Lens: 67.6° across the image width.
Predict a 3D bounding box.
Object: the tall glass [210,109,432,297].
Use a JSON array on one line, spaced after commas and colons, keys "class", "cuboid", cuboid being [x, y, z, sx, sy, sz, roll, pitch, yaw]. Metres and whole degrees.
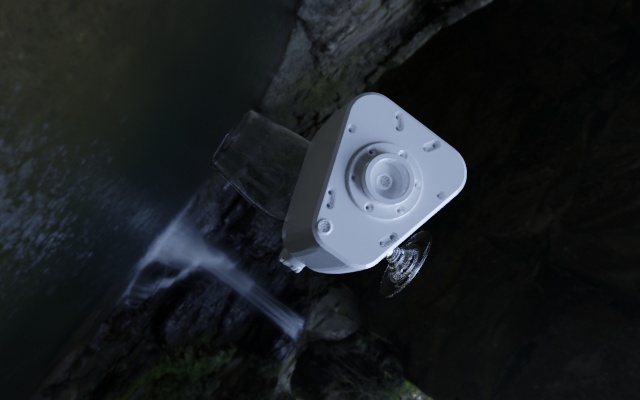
[{"class": "tall glass", "cuboid": [0.001, 0.002, 0.437, 0.201, 0.079, 0.079, 36, -4, -6]}]
